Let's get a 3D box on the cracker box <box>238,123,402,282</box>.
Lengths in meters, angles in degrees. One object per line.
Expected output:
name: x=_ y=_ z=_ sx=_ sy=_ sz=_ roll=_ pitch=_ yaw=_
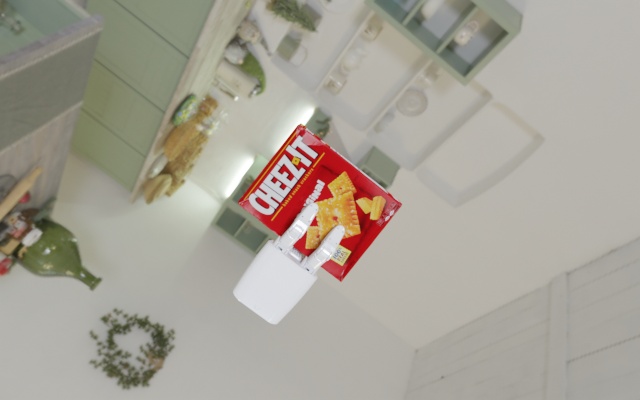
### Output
cracker box: x=0.000 y=0.003 z=0.782 sx=0.214 sy=0.164 sz=0.072 roll=38 pitch=7 yaw=-6
